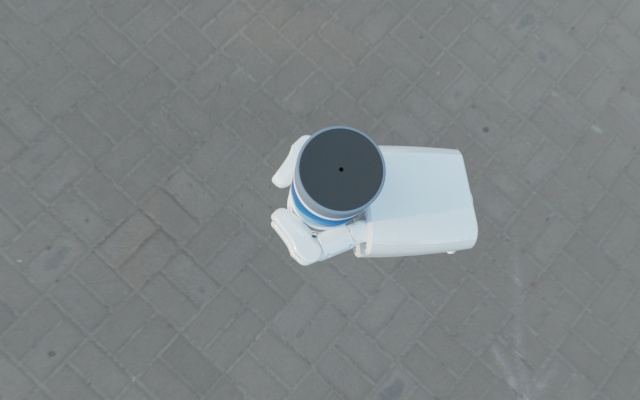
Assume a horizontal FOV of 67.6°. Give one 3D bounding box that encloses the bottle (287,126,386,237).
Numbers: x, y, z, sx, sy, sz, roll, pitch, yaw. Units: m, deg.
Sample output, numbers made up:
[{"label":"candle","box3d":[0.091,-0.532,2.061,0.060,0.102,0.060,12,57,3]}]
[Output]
[{"label":"bottle","box3d":[0.000,0.002,0.490,0.069,0.069,0.296,0,-10,-6]}]
